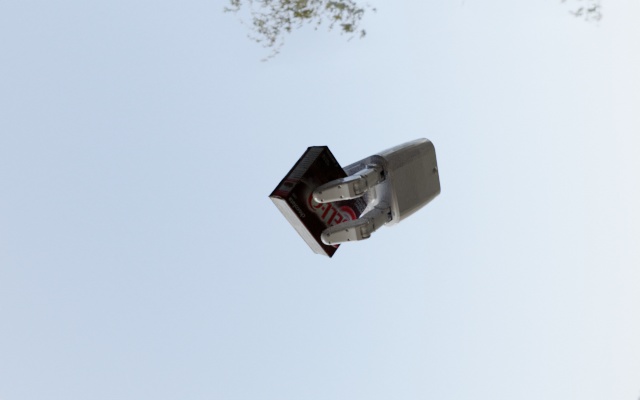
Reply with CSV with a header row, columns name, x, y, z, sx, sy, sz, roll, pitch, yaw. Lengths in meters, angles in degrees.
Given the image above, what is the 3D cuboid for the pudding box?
name,x,y,z,sx,sy,sz,roll,pitch,yaw
pudding box,0.000,0.002,0.591,0.039,0.090,0.113,6,-38,48
